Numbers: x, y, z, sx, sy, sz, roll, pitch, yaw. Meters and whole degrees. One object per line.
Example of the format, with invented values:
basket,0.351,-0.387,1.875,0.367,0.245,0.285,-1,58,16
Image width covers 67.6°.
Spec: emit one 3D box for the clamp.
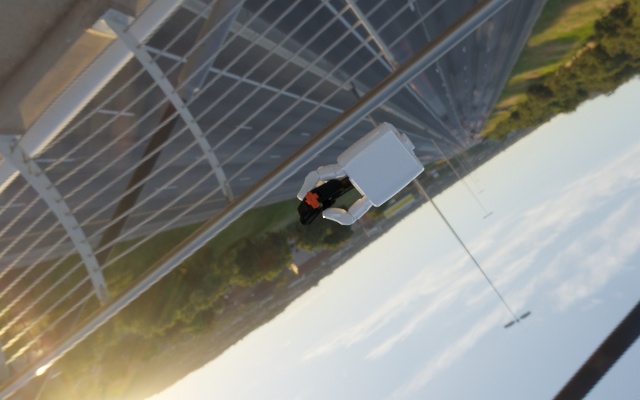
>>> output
clamp,0.001,0.003,0.885,0.164,0.036,0.210,-40,-7,17
